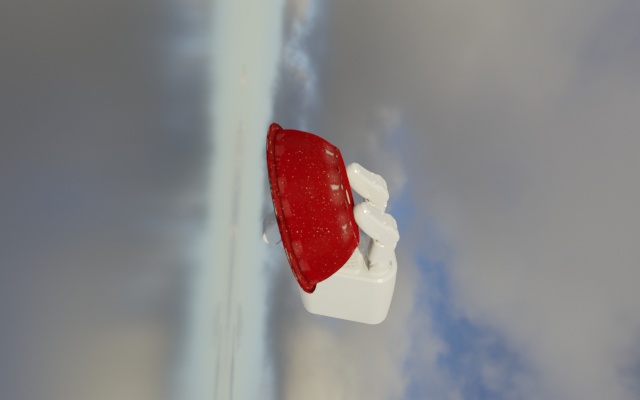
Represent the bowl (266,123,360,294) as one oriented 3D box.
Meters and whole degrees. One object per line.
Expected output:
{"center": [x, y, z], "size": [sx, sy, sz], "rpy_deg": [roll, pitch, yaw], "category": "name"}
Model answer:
{"center": [0.000, 0.001, 0.442], "size": [0.055, 0.162, 0.162], "rpy_deg": [-13, -2, 8], "category": "bowl"}
